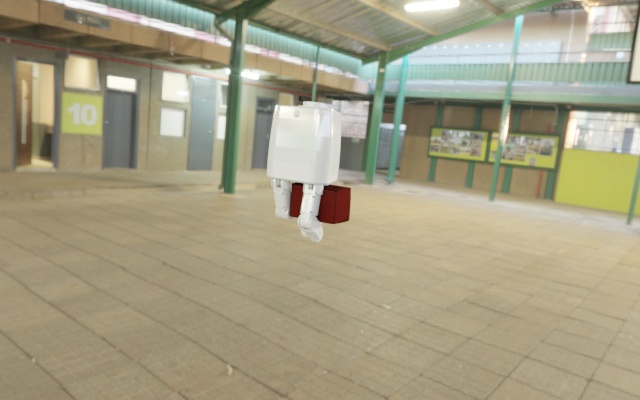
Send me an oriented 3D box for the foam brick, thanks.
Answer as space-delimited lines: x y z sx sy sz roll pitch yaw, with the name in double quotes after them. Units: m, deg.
0.000 0.002 0.712 0.078 0.051 0.053 9 9 26 "foam brick"
